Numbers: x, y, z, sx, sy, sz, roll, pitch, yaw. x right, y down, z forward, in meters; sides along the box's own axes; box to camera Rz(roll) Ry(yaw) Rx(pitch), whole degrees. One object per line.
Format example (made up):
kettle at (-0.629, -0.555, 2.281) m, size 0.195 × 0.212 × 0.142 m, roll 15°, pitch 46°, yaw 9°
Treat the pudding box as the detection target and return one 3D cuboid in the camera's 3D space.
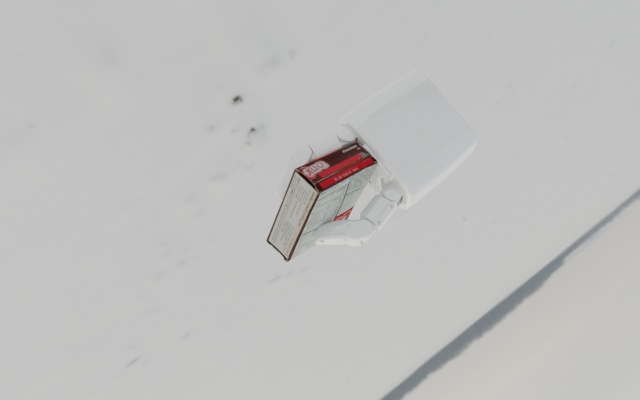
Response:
pudding box at (0.000, 0.002, 0.487) m, size 0.090 × 0.114 × 0.039 m, roll -27°, pitch 62°, yaw -40°
